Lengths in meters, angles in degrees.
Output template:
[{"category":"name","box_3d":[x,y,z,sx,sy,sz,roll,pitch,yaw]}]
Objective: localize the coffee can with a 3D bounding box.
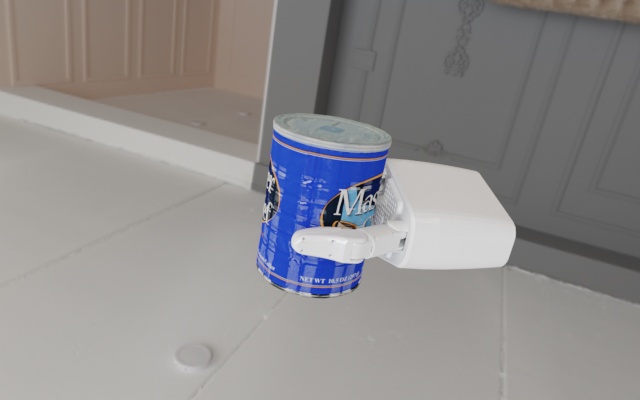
[{"category":"coffee can","box_3d":[0.000,0.001,0.434,0.103,0.140,0.102,8,21,-3]}]
